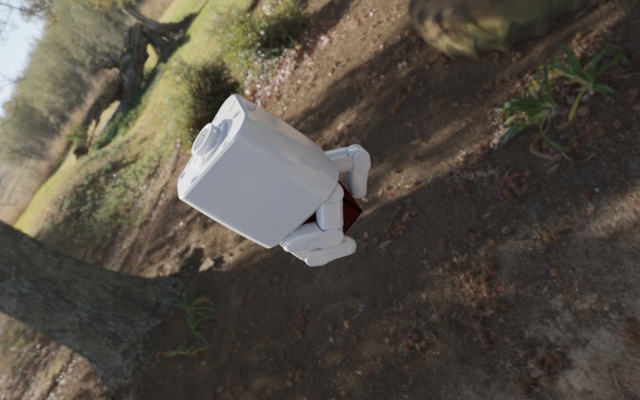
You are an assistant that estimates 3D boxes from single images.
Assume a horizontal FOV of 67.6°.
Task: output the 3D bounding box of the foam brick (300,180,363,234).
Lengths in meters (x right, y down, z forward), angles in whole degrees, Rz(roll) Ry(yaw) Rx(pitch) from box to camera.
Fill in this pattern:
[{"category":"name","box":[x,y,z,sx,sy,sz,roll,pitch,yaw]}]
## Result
[{"category":"foam brick","box":[0.000,0.002,0.521,0.051,0.053,0.078,32,12,-30]}]
